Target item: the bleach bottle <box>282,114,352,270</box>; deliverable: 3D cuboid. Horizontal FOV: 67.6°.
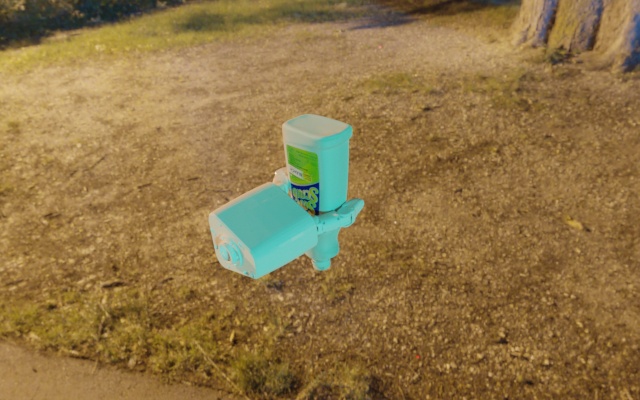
[{"bbox_3d":[0.000,0.002,0.722,0.102,0.251,0.068,24,41,39],"label":"bleach bottle"}]
